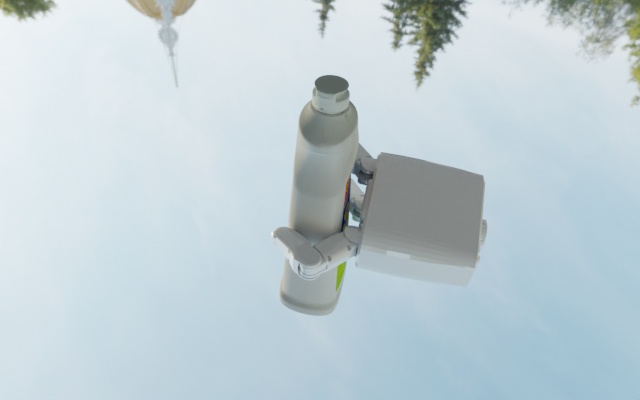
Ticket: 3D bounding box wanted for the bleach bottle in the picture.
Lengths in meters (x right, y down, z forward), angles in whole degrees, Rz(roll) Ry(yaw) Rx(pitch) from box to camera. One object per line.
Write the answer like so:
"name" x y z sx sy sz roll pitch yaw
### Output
"bleach bottle" 0.000 0.001 0.462 0.068 0.251 0.102 11 45 7
